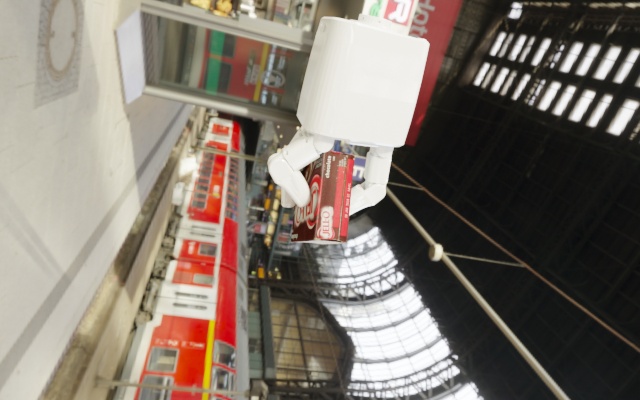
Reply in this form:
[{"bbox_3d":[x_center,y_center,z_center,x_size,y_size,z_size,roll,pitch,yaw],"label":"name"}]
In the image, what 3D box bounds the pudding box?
[{"bbox_3d":[0.000,0.002,0.513,0.039,0.090,0.113,9,-9,-12],"label":"pudding box"}]
